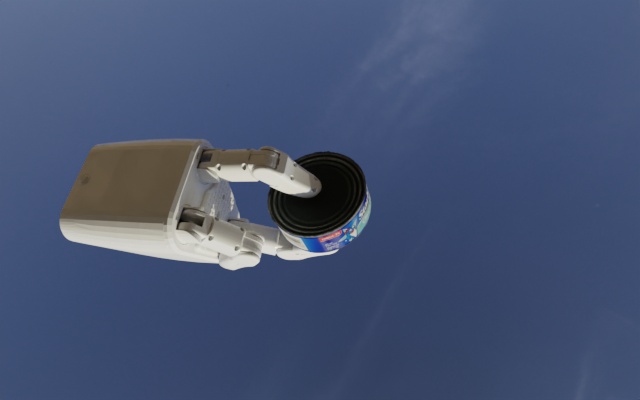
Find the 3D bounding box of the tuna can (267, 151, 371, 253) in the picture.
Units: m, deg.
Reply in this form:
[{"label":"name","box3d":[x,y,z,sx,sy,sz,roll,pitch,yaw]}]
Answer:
[{"label":"tuna can","box3d":[0.000,0.002,0.412,0.086,0.086,0.034,0,-33,18]}]
